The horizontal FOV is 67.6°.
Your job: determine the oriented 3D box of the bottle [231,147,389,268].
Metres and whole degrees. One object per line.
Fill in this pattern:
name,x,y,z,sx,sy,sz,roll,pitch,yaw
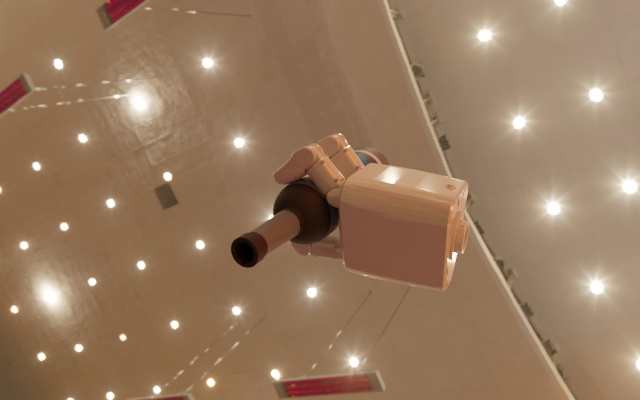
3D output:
bottle,0.000,0.002,0.520,0.069,0.069,0.295,0,16,27
